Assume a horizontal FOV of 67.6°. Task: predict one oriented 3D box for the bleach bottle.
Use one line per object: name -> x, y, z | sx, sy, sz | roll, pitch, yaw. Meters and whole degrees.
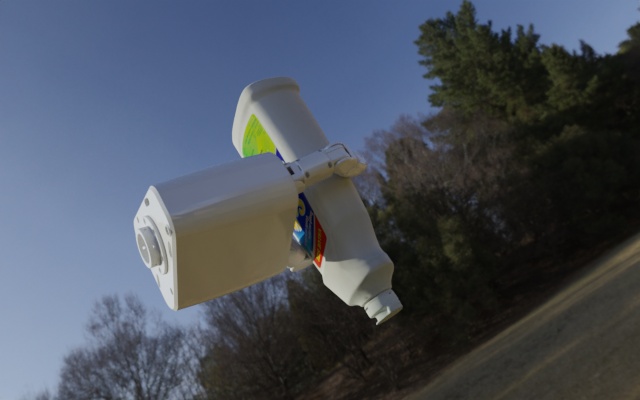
bleach bottle -> 0.000, 0.002, 0.466 | 0.068, 0.250, 0.103 | -20, -25, -31
